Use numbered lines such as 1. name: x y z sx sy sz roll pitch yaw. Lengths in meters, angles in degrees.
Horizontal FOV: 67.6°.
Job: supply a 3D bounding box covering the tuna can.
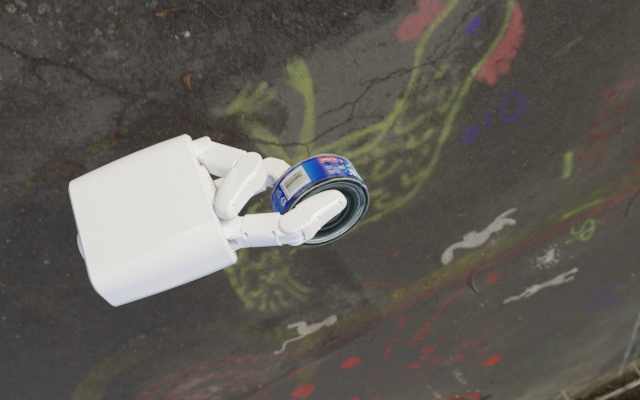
1. tuna can: 0.000 0.002 0.430 0.086 0.086 0.033 0 41 -32
